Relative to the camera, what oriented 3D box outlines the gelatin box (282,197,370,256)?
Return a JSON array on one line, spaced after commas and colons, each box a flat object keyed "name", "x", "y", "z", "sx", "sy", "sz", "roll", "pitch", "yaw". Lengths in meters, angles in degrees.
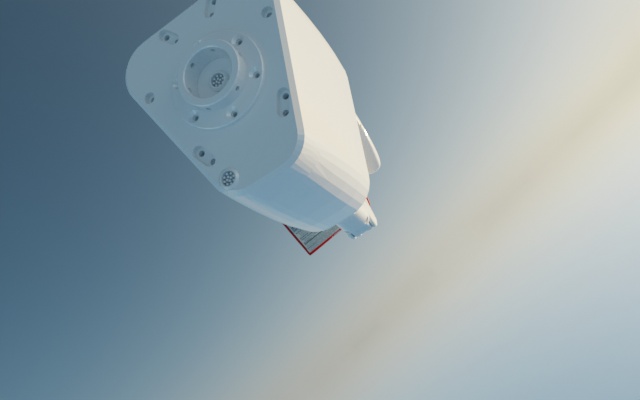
[{"name": "gelatin box", "x": 0.000, "y": 0.002, "z": 0.401, "sx": 0.073, "sy": 0.030, "sz": 0.089, "roll": -40, "pitch": -27, "yaw": -5}]
